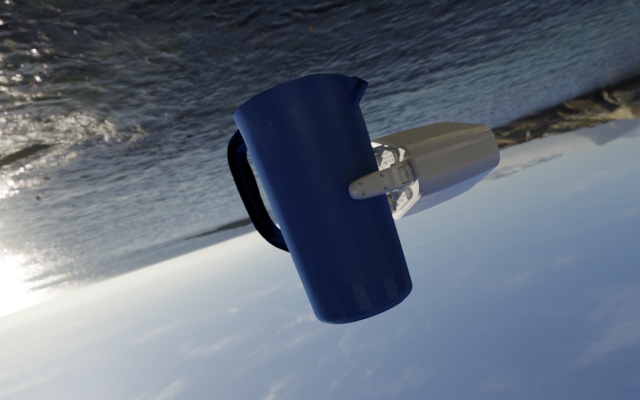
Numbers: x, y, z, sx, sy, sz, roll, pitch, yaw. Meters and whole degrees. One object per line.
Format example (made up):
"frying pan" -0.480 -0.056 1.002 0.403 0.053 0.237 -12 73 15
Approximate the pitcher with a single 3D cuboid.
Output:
"pitcher" 0.000 0.002 0.510 0.145 0.243 0.149 -19 -1 -16
